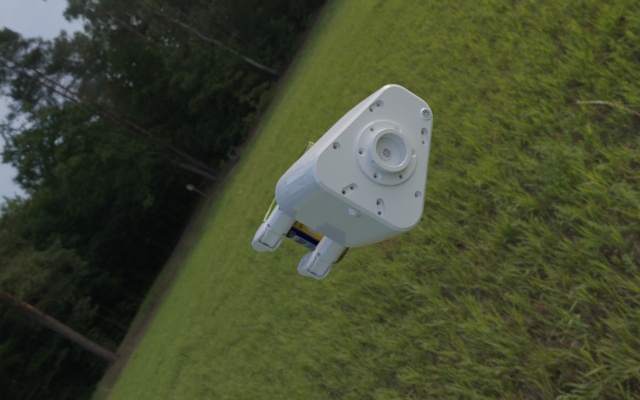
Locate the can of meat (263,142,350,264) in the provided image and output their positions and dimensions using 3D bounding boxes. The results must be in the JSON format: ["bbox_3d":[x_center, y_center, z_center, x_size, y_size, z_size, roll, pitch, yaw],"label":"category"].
[{"bbox_3d":[0.000,0.001,0.496,0.084,0.102,0.057,30,-13,-11],"label":"can of meat"}]
